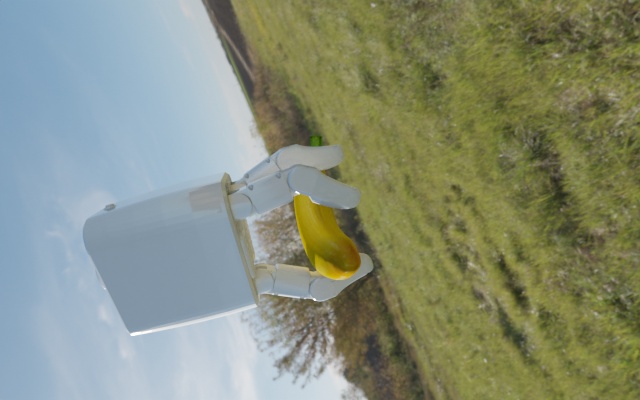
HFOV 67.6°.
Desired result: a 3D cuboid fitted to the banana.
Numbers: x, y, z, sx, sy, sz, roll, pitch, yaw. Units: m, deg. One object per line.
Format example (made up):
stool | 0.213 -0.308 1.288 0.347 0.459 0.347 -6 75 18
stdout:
banana | -0.001 0.015 0.421 0.037 0.070 0.197 -5 35 -8
